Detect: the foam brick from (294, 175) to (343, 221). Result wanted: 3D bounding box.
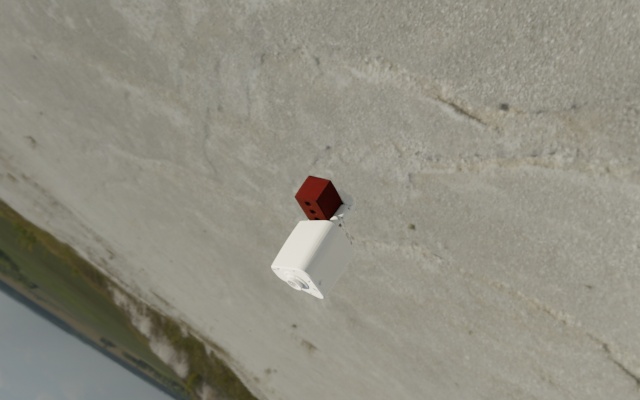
[{"bbox_3d":[0.000,0.003,0.854,0.053,0.051,0.078,13,-33,39],"label":"foam brick"}]
